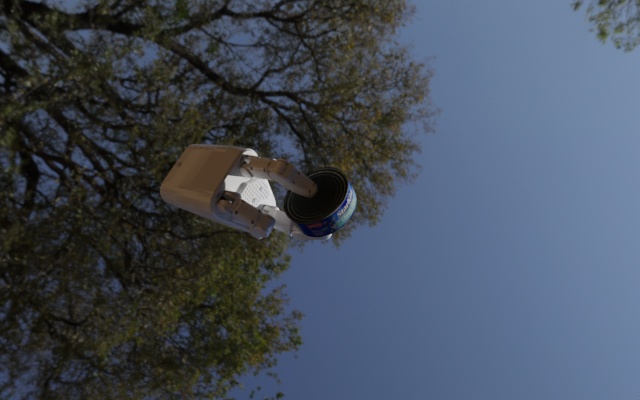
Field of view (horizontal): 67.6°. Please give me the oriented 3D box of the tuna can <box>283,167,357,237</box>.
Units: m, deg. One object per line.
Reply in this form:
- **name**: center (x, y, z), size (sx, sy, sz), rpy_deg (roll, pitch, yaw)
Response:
- **tuna can**: center (0.000, 0.002, 0.581), size (0.086, 0.086, 0.034), rpy_deg (0, -37, 31)
